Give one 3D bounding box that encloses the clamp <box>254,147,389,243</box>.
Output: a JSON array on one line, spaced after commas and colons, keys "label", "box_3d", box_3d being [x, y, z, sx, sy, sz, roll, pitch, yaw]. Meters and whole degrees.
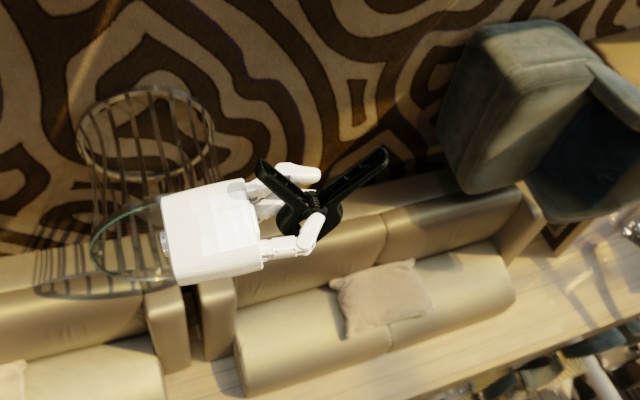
[{"label": "clamp", "box_3d": [0.000, 0.003, 0.637, 0.164, 0.036, 0.210, -10, -32, -9]}]
